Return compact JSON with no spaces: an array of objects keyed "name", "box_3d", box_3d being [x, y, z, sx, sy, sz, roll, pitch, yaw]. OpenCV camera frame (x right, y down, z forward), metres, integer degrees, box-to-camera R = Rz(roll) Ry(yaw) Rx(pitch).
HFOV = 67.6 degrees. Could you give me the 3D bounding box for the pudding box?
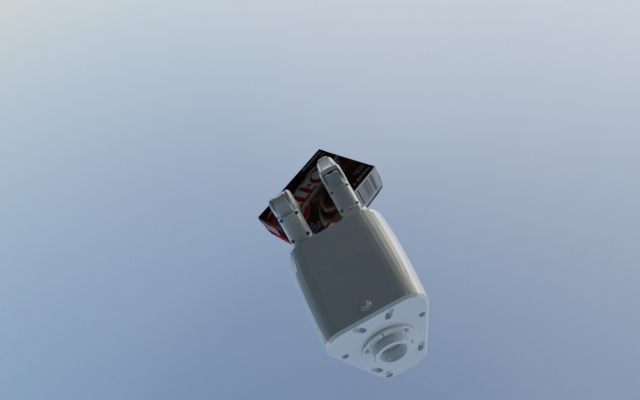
[{"name":"pudding box","box_3d":[0.000,0.002,0.521,0.090,0.113,0.039,23,-26,43]}]
